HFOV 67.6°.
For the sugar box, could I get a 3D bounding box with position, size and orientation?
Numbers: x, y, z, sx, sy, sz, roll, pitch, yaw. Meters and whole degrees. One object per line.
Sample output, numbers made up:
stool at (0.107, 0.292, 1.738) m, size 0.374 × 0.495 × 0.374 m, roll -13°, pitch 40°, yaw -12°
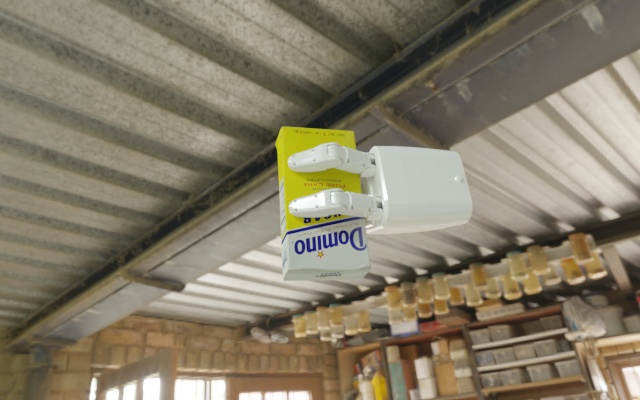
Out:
sugar box at (0.000, 0.001, 0.548) m, size 0.093 × 0.176 × 0.048 m, roll 1°, pitch -27°, yaw -14°
